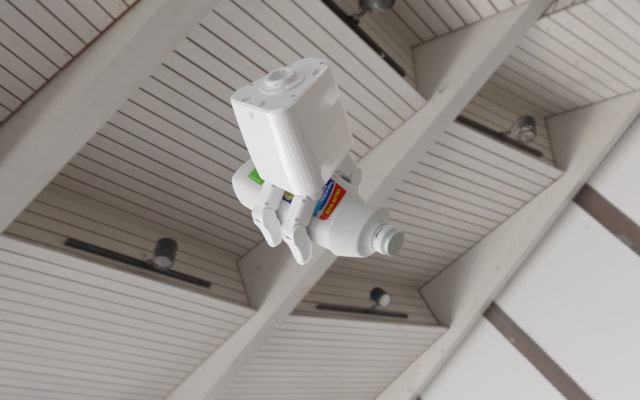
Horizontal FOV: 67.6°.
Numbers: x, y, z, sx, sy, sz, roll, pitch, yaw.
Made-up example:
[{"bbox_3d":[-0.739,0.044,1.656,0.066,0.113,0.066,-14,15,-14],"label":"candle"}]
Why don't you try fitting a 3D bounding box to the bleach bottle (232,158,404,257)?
[{"bbox_3d":[0.000,0.002,0.589,0.102,0.068,0.250,-41,43,-25],"label":"bleach bottle"}]
